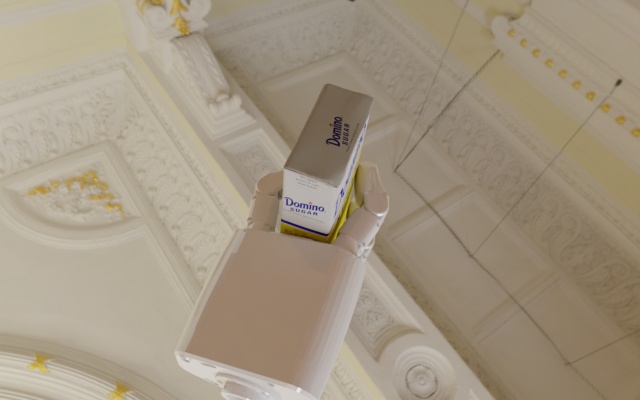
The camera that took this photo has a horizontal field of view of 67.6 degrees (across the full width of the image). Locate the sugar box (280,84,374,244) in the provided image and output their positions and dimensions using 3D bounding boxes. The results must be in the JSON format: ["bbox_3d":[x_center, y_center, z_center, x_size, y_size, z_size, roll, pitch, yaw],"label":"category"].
[{"bbox_3d":[0.001,0.002,0.401,0.048,0.093,0.176,19,-35,4],"label":"sugar box"}]
